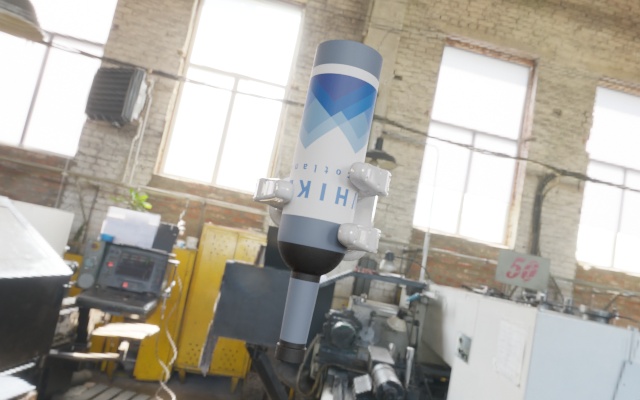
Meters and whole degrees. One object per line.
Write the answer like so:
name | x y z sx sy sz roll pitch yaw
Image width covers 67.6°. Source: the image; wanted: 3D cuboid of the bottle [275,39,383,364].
bottle | 0.000 0.001 0.450 0.069 0.295 0.069 11 -7 1
